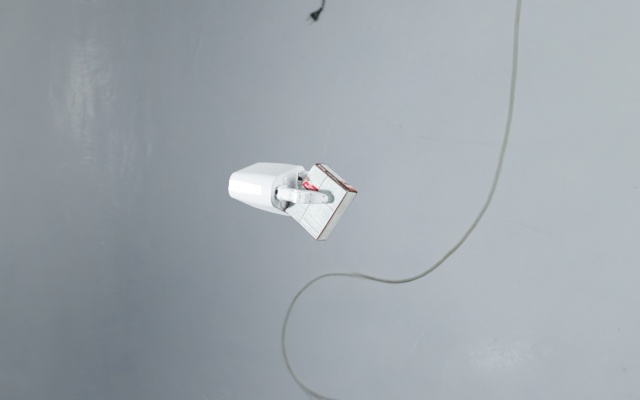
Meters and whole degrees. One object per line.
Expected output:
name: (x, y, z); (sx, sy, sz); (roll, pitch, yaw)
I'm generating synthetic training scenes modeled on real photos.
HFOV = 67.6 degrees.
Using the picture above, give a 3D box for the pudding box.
pudding box: (0.000, 0.003, 0.859); (0.090, 0.113, 0.039); (41, 22, 25)
